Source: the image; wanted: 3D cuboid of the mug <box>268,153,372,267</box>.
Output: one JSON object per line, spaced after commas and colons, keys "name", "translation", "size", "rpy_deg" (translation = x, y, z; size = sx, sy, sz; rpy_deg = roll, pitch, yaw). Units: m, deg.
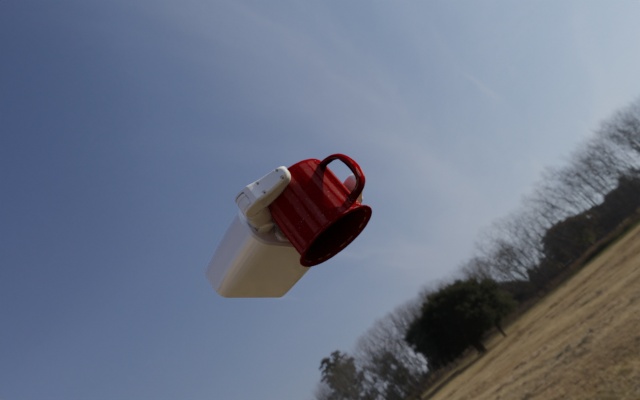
{"name": "mug", "translation": [0.001, 0.000, 0.501], "size": [0.093, 0.081, 0.117], "rpy_deg": [-7, -39, -52]}
